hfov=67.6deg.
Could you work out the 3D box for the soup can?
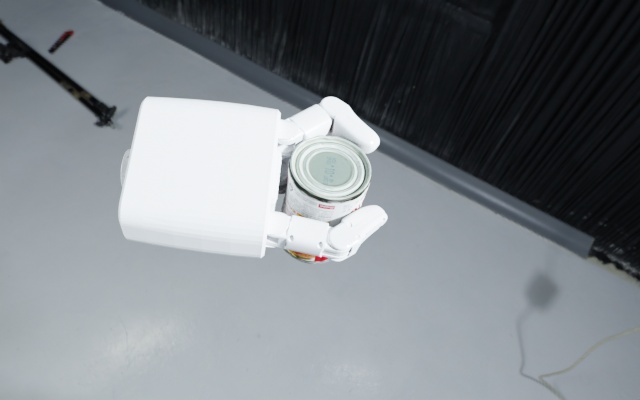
[{"bbox_3d":[0.001,0.001,0.411,0.068,0.068,0.102,0,-34,-11],"label":"soup can"}]
